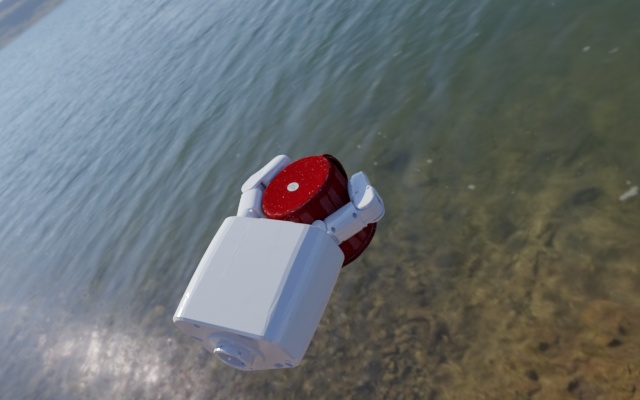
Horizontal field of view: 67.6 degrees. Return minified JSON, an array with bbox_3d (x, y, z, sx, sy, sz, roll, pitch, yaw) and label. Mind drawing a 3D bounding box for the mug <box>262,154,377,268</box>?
[{"bbox_3d":[0.000,0.000,0.478,0.093,0.117,0.081,-8,-46,36],"label":"mug"}]
